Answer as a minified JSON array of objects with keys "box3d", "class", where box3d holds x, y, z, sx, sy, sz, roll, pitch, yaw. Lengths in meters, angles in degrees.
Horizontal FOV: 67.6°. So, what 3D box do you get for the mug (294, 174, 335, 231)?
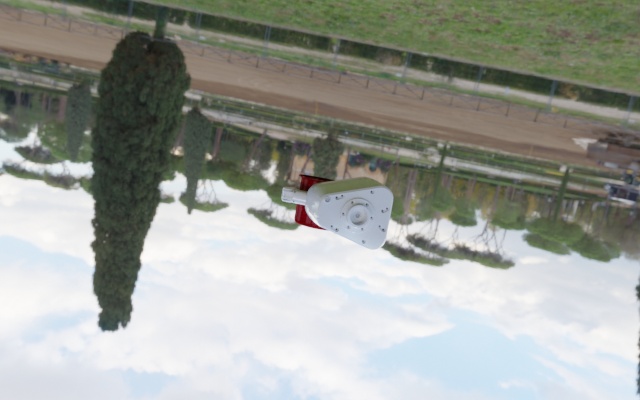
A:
[{"box3d":[0.000,0.003,0.824,0.093,0.081,0.117,10,5,-9],"class":"mug"}]
